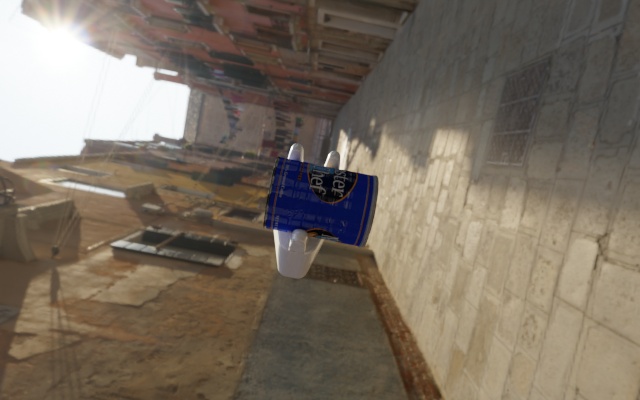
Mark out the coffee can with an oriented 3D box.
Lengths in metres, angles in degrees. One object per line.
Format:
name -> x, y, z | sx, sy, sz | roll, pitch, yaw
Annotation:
coffee can -> 0.000, 0.002, 0.661 | 0.140, 0.103, 0.103 | 11, 0, -2
